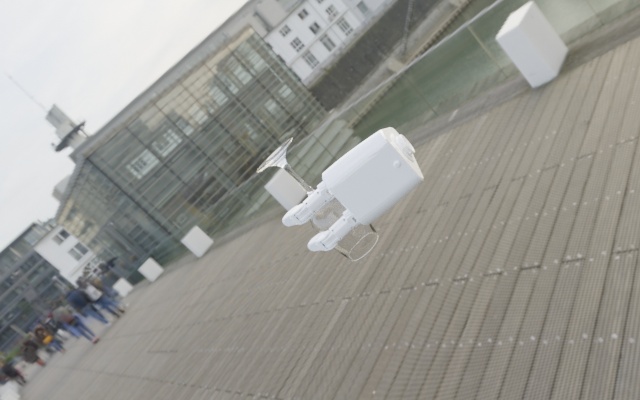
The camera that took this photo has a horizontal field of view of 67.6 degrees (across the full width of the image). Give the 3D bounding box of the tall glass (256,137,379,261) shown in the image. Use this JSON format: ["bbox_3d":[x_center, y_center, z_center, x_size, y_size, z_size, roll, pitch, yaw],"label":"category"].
[{"bbox_3d":[0.000,0.002,0.722,0.079,0.201,0.079,-41,14,12],"label":"tall glass"}]
